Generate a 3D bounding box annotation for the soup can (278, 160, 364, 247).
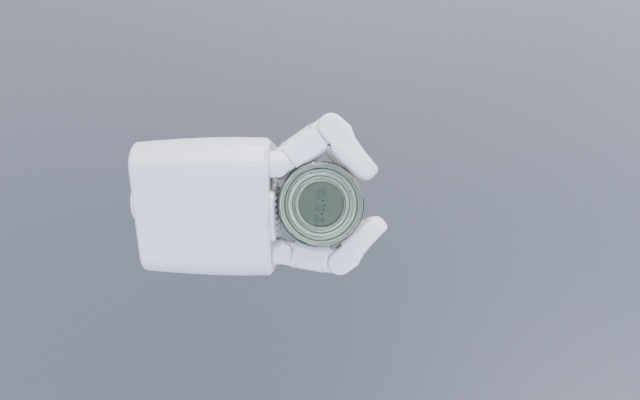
[{"bbox_3d":[0.001,0.001,0.410,0.068,0.068,0.102,0,2,0],"label":"soup can"}]
